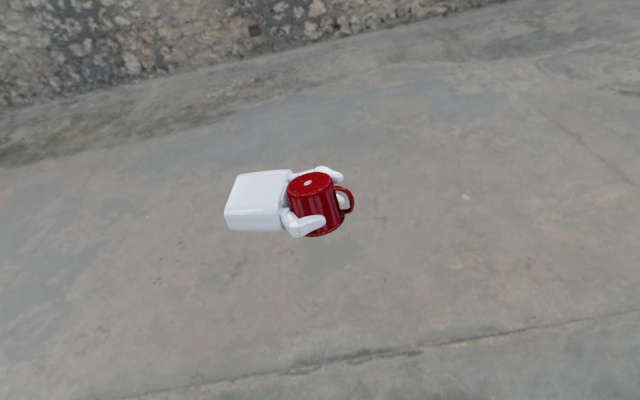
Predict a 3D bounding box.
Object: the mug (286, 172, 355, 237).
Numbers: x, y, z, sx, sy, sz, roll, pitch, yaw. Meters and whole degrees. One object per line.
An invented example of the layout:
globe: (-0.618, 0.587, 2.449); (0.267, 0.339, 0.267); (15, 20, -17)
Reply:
mug: (0.001, 0.002, 0.820); (0.117, 0.081, 0.093); (-4, 33, 19)
